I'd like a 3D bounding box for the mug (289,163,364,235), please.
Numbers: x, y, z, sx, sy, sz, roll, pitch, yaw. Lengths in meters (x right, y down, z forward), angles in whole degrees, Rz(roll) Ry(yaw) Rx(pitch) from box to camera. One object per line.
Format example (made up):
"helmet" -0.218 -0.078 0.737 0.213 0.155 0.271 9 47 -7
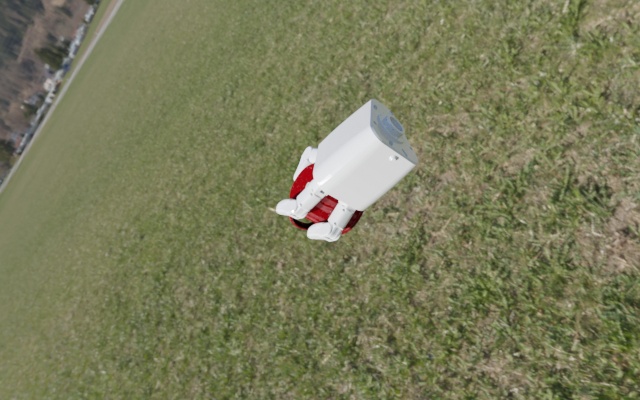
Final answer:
"mug" -0.001 0.003 0.719 0.081 0.093 0.117 28 -55 -33
